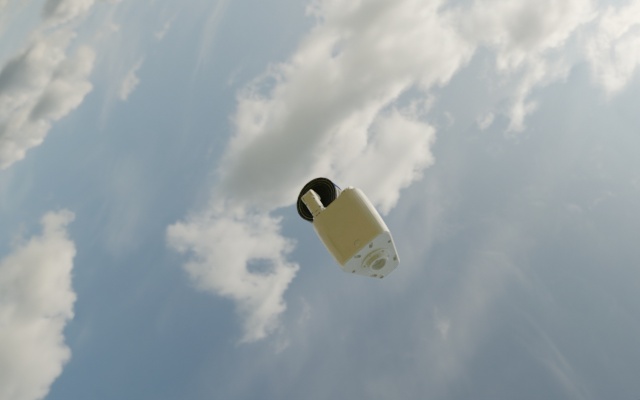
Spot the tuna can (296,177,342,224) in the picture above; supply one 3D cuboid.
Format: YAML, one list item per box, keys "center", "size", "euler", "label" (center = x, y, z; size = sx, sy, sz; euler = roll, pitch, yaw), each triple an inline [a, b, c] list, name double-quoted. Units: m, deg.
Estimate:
- center: [0.000, 0.003, 0.872]
  size: [0.086, 0.086, 0.034]
  euler: [0, -22, 37]
  label: "tuna can"
